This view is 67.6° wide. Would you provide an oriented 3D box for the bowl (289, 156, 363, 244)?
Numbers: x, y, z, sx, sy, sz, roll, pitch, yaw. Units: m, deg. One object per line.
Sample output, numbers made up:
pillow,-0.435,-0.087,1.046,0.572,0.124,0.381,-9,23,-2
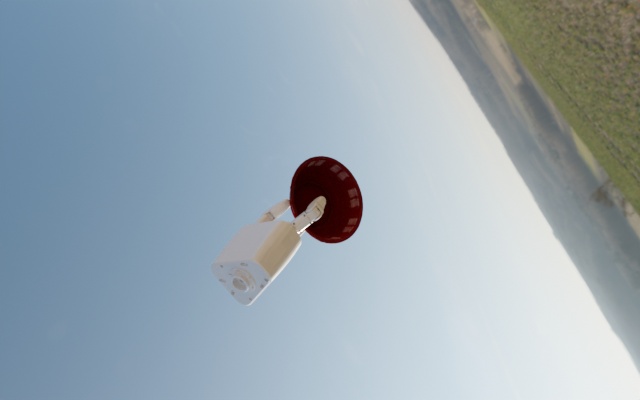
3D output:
bowl,0.001,0.002,0.876,0.162,0.162,0.055,0,-12,-36
